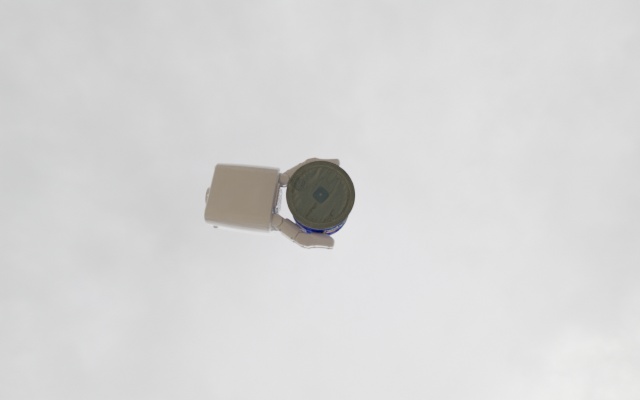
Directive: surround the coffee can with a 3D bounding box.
[{"bbox_3d":[0.000,0.002,0.768,0.103,0.103,0.140,0,-9,0],"label":"coffee can"}]
